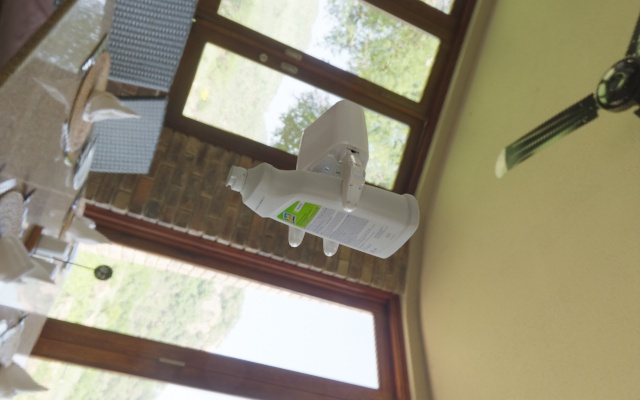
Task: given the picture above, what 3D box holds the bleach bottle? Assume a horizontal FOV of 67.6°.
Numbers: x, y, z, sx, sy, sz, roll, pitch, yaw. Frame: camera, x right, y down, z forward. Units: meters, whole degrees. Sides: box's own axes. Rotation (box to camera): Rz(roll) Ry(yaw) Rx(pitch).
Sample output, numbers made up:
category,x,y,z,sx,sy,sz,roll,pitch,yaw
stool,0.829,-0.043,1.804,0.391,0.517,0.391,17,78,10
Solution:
category,x,y,z,sx,sy,sz,roll,pitch,yaw
bleach bottle,0.000,0.002,0.643,0.251,0.068,0.103,19,-46,-17
